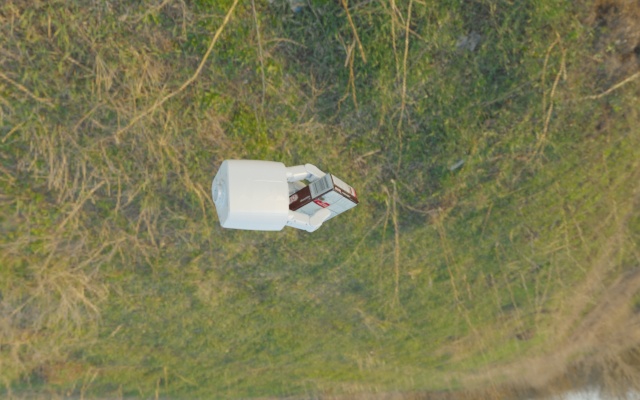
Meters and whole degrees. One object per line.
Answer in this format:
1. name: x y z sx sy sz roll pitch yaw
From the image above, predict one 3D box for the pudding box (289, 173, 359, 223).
1. pudding box: 0.000 0.003 0.885 0.113 0.039 0.090 -27 -31 25
